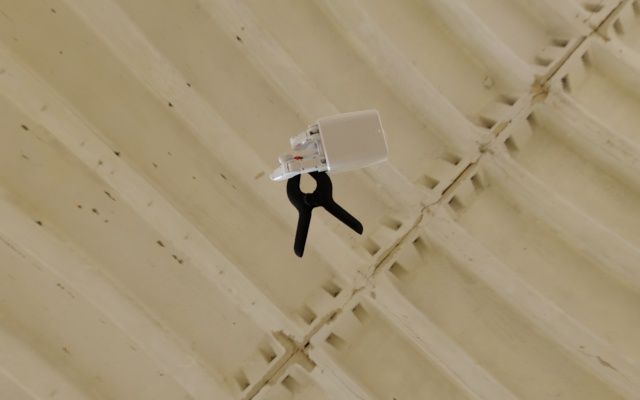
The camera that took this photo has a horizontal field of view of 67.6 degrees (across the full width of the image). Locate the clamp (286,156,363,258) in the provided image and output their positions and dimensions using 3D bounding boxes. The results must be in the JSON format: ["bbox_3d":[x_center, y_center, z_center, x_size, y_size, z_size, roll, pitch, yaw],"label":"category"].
[{"bbox_3d":[0.000,0.003,0.809,0.120,0.171,0.039,-11,-11,-4],"label":"clamp"}]
